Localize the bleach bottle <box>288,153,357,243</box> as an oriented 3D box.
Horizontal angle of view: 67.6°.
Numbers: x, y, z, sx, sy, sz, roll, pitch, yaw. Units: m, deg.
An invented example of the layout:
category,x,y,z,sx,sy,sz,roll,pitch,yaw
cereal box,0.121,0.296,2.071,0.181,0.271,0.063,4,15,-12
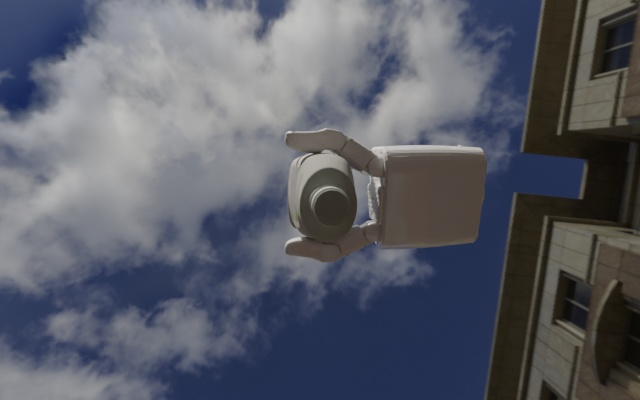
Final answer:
category,x,y,z,sx,sy,sz,roll,pitch,yaw
bleach bottle,0.000,0.002,0.498,0.068,0.102,0.251,-1,6,-4
